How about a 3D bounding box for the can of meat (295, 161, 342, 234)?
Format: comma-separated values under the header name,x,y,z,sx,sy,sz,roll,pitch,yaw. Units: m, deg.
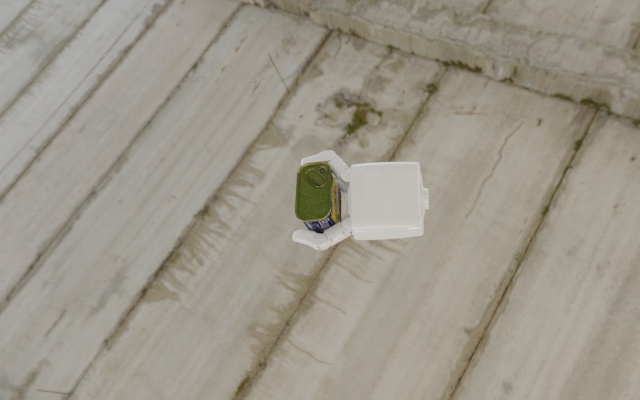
name,x,y,z,sx,sy,sz,roll,pitch,yaw
can of meat,0.000,0.003,0.768,0.057,0.102,0.084,-6,-28,15
